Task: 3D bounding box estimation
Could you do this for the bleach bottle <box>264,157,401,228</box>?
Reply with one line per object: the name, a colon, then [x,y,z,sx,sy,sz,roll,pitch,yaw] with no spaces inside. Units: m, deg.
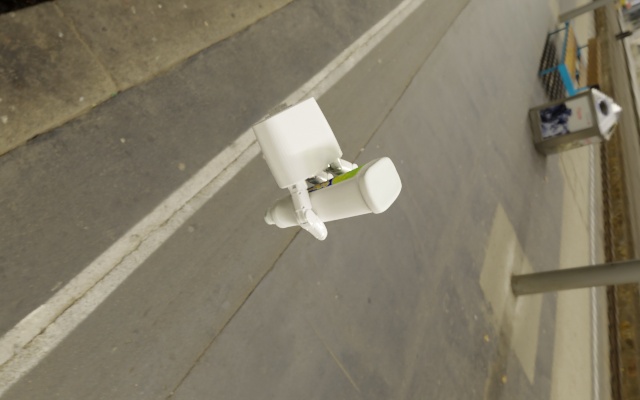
bleach bottle: [0.000,0.003,0.773,0.251,0.068,0.102,-17,14,37]
